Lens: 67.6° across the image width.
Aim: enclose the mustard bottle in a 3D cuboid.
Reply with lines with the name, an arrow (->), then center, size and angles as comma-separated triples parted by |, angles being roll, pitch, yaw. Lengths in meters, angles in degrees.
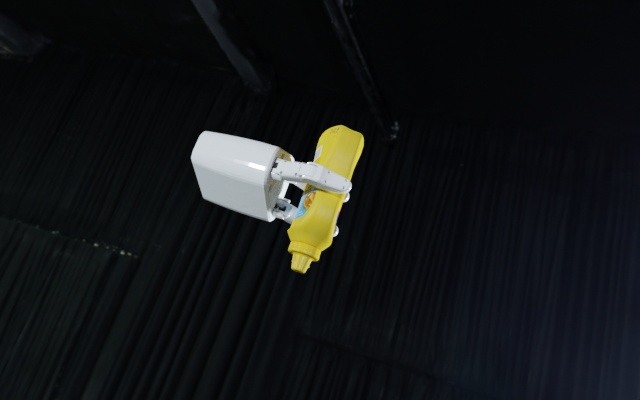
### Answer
mustard bottle -> 0.001, 0.002, 0.629 | 0.058, 0.191, 0.096 | 23, -18, -12
